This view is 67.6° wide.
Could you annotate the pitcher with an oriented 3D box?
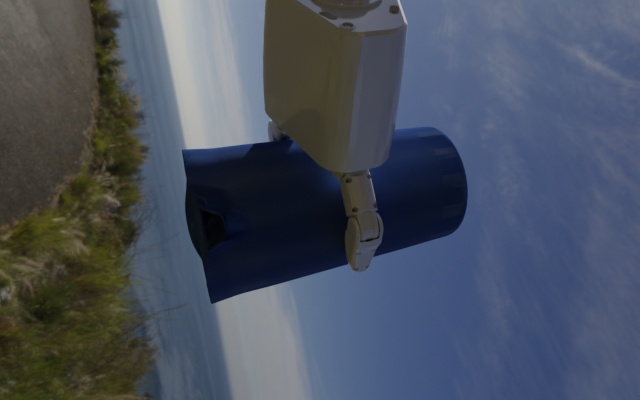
[{"bbox_3d":[0.000,0.001,0.446,0.243,0.145,0.149,-10,46,-14],"label":"pitcher"}]
